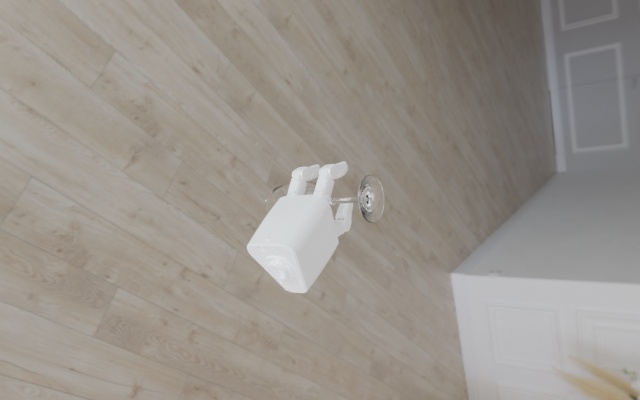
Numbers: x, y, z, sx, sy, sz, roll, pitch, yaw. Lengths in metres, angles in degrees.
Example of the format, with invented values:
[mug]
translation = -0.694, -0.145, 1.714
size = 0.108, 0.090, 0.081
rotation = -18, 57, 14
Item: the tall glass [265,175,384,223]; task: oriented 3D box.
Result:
[tall glass]
translation = 0.001, 0.003, 0.793
size = 0.201, 0.079, 0.079
rotation = -3, -2, 38
